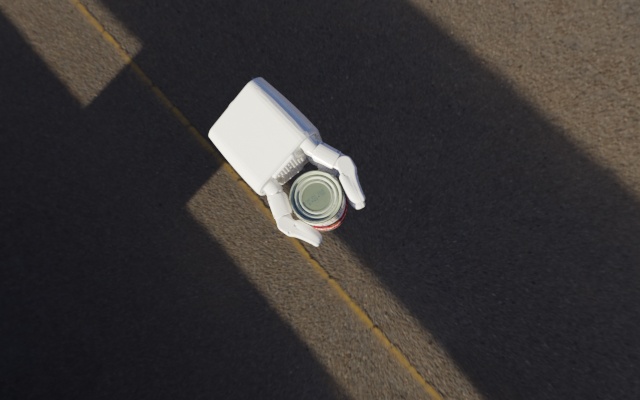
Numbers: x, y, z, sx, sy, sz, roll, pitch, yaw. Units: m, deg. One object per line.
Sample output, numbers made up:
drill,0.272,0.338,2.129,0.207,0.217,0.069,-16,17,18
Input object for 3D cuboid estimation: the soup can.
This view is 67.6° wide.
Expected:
soup can,0.000,0.002,0.624,0.068,0.068,0.102,0,-8,6
